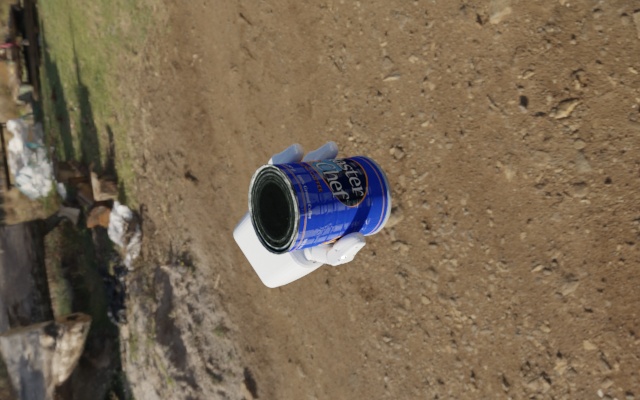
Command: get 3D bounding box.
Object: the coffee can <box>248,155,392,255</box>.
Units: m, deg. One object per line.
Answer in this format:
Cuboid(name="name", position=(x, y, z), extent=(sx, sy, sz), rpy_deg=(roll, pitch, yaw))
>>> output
Cuboid(name="coffee can", position=(0.000, 0.002, 0.571), extent=(0.140, 0.103, 0.103), rpy_deg=(-9, 5, -37))
